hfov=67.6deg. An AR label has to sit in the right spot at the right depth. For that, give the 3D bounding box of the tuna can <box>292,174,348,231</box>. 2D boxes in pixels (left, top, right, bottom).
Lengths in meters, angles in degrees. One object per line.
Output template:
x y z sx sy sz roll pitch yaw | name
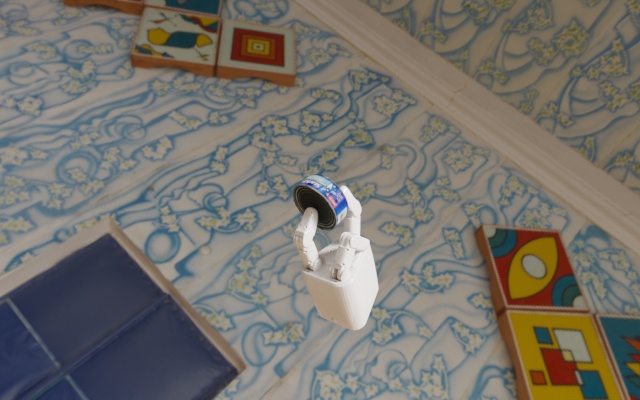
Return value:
0.000 0.002 0.726 0.033 0.086 0.086 -43 25 -30 | tuna can
